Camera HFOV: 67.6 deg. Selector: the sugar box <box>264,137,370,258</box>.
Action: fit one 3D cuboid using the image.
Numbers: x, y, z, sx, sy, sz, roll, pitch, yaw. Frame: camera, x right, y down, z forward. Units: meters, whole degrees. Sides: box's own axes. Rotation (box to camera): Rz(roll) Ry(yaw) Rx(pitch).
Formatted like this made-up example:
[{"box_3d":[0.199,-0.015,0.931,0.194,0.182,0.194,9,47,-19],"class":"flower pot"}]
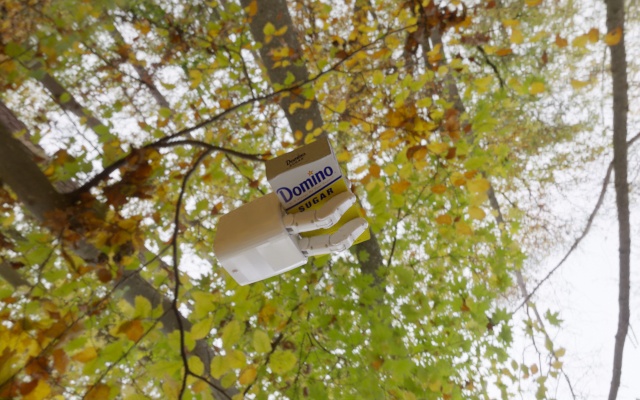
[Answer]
[{"box_3d":[0.000,0.003,0.673,0.093,0.048,0.176,-22,-46,8],"class":"sugar box"}]
